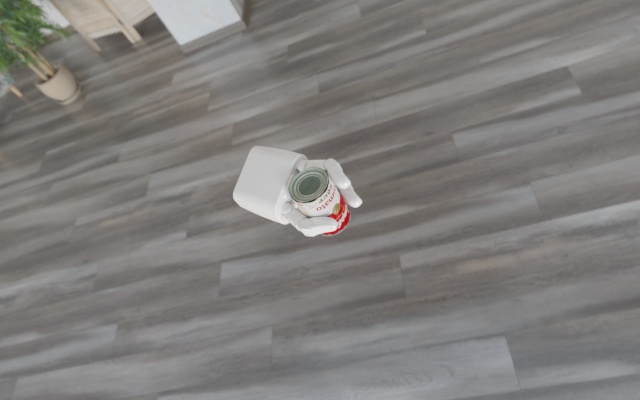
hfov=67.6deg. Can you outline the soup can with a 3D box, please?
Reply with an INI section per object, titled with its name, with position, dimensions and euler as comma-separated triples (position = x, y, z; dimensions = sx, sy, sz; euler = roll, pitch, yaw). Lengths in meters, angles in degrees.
[soup can]
position = 0.000, 0.003, 0.759
dimensions = 0.068, 0.068, 0.102
euler = 0, -33, 26
